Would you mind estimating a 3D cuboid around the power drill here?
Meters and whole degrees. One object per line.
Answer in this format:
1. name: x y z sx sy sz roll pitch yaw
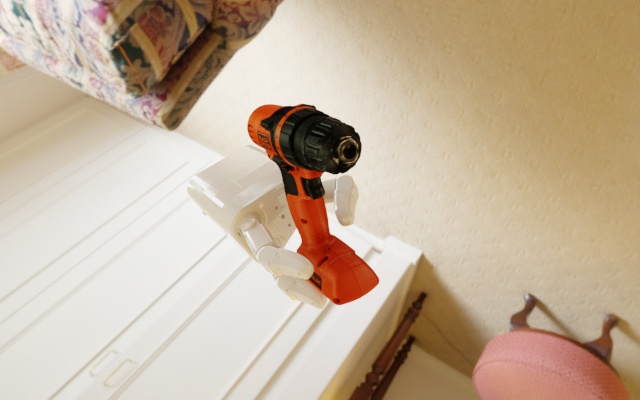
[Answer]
1. power drill: 0.000 0.002 0.449 0.057 0.188 0.184 -23 24 -17
